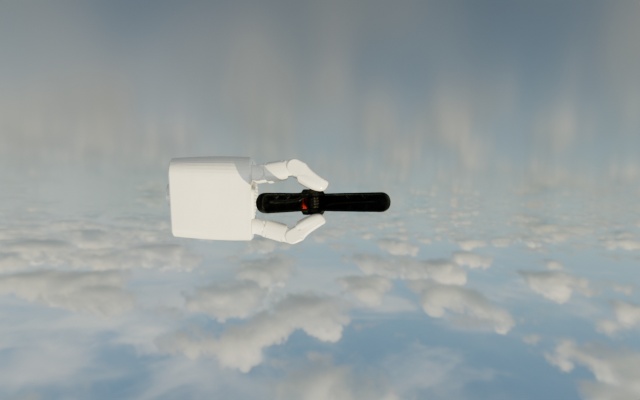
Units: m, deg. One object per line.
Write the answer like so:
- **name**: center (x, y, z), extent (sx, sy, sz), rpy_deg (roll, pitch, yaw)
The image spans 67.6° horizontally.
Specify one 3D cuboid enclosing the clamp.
- **clamp**: center (0.000, 0.003, 0.662), extent (0.164, 0.036, 0.210), rpy_deg (1, 0, -3)
